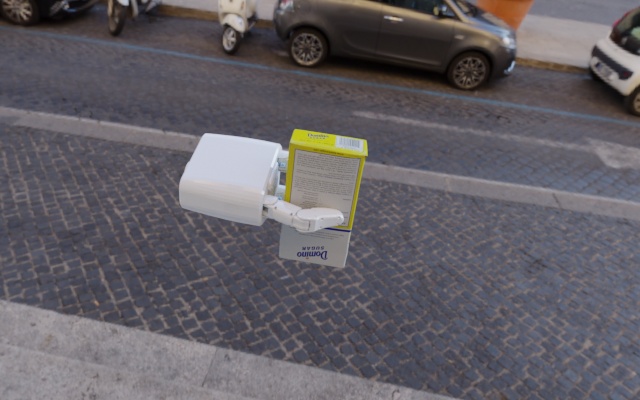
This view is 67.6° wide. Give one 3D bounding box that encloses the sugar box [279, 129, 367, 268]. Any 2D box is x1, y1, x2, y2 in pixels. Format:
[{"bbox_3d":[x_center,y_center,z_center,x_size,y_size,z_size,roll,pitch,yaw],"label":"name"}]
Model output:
[{"bbox_3d":[0.000,0.002,0.616,0.093,0.176,0.048,10,35,1],"label":"sugar box"}]
